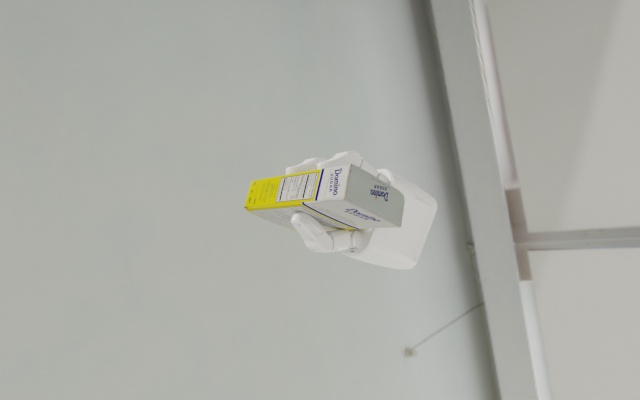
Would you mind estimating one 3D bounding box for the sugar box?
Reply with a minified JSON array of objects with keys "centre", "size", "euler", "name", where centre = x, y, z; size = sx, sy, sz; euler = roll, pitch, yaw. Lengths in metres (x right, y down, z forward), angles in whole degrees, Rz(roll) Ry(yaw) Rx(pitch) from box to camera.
[{"centre":[0.000,0.001,0.553],"size":[0.093,0.048,0.176],"euler":[25,-23,-39],"name":"sugar box"}]
